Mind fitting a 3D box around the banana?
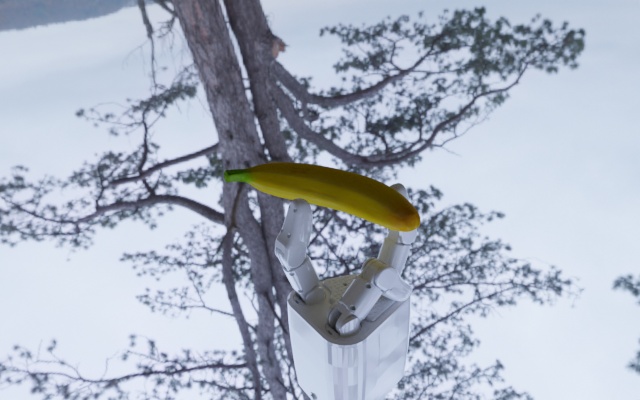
[{"bbox_3d":[0.007,-0.006,0.440,0.198,0.037,0.069,12,28,30],"label":"banana"}]
